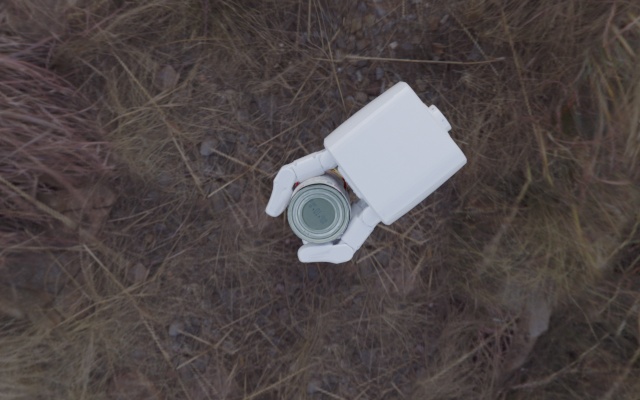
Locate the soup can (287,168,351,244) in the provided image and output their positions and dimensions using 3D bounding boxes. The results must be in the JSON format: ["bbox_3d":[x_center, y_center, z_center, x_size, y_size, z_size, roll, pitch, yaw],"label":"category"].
[{"bbox_3d":[0.000,0.002,0.542,0.068,0.068,0.102,0,15,2],"label":"soup can"}]
